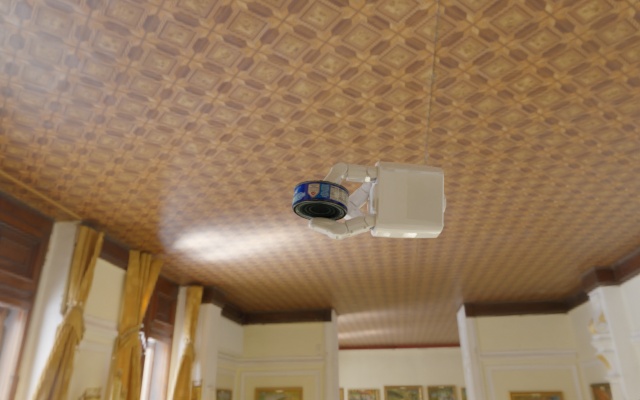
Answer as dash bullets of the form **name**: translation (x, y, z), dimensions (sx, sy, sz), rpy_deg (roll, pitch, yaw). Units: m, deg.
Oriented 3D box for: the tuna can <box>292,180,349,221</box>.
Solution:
- **tuna can**: translation (0.000, 0.003, 0.727), dimensions (0.086, 0.033, 0.086), rpy_deg (5, -23, 2)
